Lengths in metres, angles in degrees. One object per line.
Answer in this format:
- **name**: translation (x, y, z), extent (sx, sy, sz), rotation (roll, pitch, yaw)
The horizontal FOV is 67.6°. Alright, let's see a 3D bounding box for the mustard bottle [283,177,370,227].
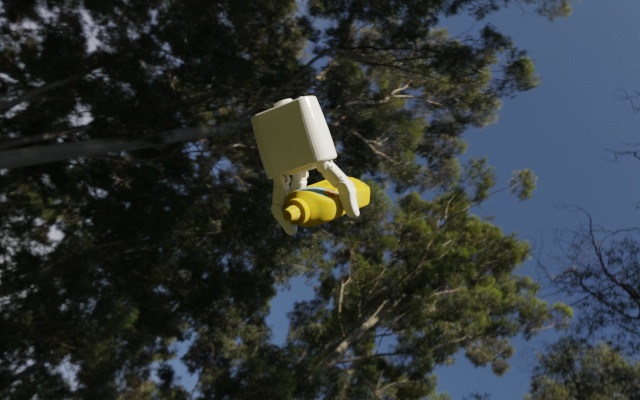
- **mustard bottle**: translation (0.000, 0.003, 0.792), extent (0.096, 0.058, 0.191), rotation (12, 18, 30)
